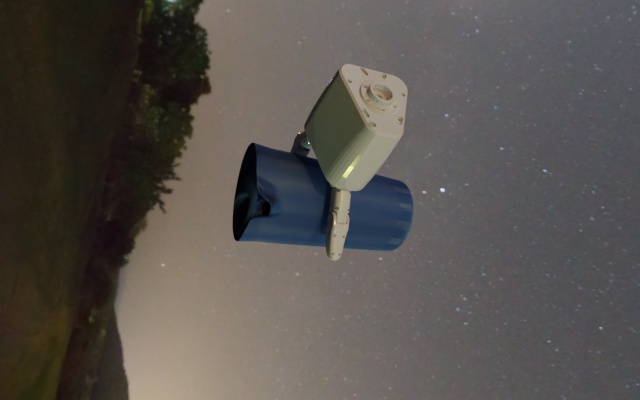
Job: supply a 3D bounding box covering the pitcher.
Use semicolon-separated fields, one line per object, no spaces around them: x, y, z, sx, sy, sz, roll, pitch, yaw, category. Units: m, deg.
0.000;0.002;0.685;0.243;0.149;0.145;10;-35;-20;pitcher
